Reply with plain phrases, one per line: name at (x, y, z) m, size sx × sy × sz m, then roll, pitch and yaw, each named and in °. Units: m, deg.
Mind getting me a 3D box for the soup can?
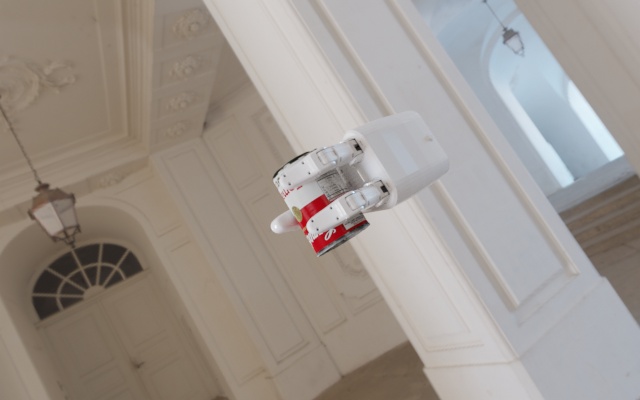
soup can at (0.000, 0.002, 0.530) m, size 0.068 × 0.102 × 0.068 m, roll -31°, pitch -8°, yaw -5°
